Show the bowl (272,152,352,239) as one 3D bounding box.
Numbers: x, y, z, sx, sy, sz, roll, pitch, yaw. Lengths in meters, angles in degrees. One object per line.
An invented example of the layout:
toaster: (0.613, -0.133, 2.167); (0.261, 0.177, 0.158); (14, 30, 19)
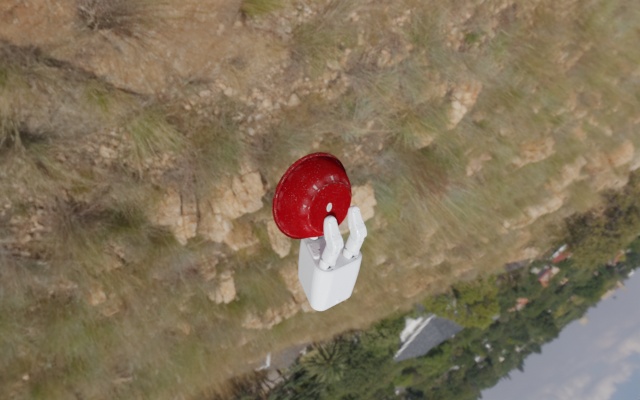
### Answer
bowl: (0.000, 0.002, 0.806); (0.162, 0.162, 0.055); (0, 21, -41)
